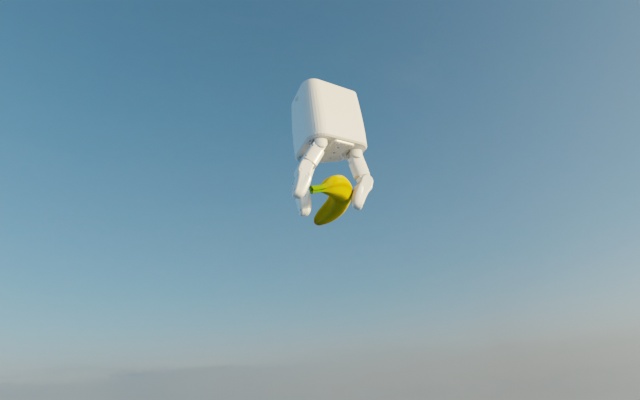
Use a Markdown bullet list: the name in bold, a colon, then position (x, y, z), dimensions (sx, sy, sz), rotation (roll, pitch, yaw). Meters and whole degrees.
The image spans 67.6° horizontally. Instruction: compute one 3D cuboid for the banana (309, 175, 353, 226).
- **banana**: position (0.018, -0.002, 0.781), dimensions (0.069, 0.037, 0.198), rotation (-10, -19, -1)
